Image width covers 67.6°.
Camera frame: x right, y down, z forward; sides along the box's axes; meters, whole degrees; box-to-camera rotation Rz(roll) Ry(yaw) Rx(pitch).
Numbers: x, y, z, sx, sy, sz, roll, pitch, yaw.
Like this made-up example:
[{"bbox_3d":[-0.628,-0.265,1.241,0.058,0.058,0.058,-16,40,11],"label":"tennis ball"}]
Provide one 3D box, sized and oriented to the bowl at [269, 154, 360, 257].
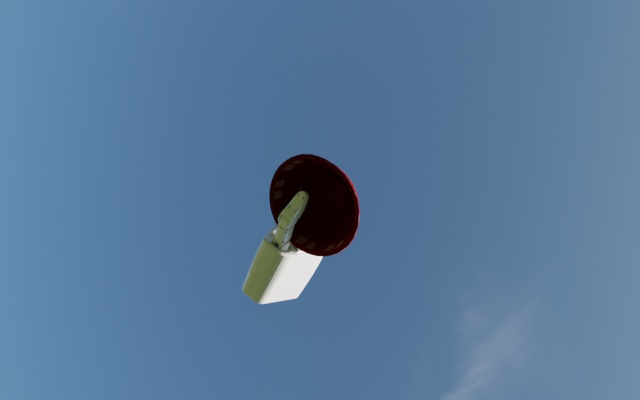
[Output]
[{"bbox_3d":[0.001,0.001,0.740,0.162,0.162,0.055,0,16,34],"label":"bowl"}]
